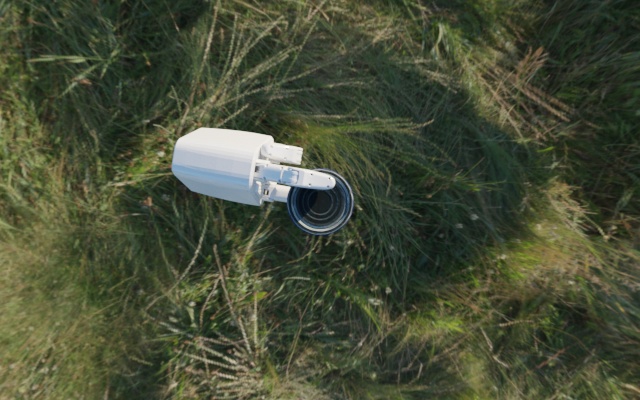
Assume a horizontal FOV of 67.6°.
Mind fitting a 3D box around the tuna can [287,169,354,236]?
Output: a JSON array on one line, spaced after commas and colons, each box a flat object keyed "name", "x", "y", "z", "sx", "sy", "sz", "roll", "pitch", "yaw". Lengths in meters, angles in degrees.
[{"name": "tuna can", "x": 0.000, "y": 0.002, "z": 0.612, "sx": 0.086, "sy": 0.086, "sz": 0.034, "roll": 0, "pitch": 0, "yaw": 2}]
